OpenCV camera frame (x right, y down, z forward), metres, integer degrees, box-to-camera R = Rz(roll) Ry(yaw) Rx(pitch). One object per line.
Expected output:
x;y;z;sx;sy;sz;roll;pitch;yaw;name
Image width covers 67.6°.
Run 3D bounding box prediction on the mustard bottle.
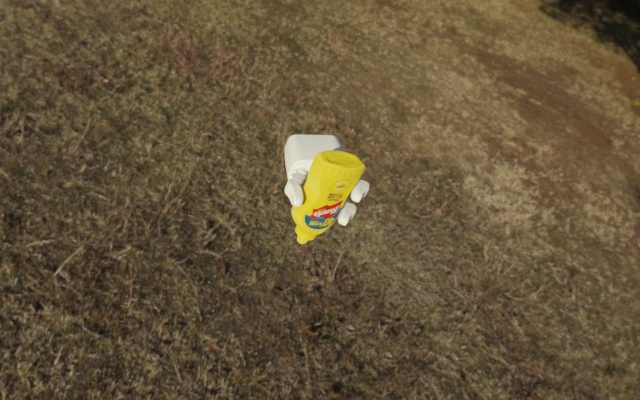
0.000;0.003;0.854;0.096;0.192;0.058;-3;42;-40;mustard bottle
